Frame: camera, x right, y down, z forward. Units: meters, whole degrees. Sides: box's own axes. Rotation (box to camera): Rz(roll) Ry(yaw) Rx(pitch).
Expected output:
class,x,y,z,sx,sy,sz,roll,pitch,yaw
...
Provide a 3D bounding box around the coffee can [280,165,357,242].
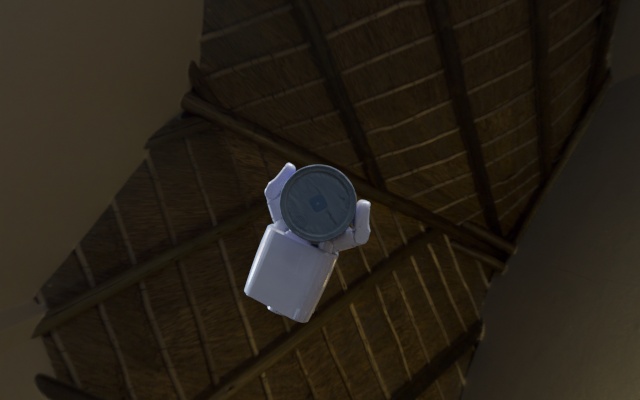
class,x,y,z,sx,sy,sz,roll,pitch,yaw
coffee can,0.000,0.002,0.698,0.103,0.103,0.140,0,1,3
